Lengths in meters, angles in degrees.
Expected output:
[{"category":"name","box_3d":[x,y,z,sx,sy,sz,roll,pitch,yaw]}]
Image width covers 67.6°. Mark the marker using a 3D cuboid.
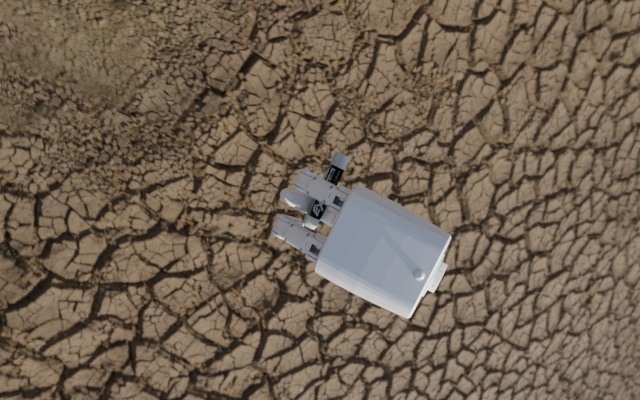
[{"category":"marker","box_3d":[0.000,0.002,0.550,0.020,0.121,0.020,25,7,-3]}]
